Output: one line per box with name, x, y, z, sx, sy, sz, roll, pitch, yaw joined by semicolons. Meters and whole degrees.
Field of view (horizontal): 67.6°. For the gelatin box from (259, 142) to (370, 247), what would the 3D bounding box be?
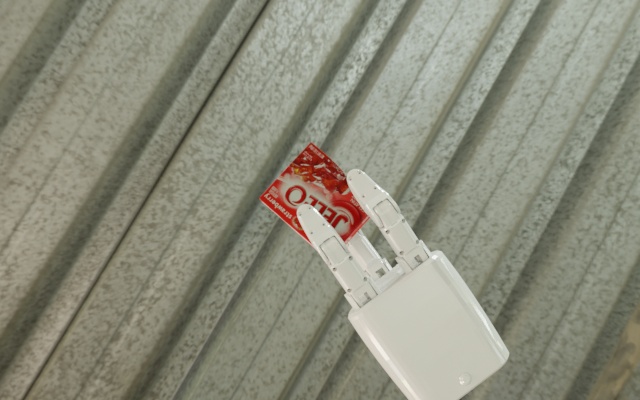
gelatin box;0.000;0.001;0.449;0.089;0.073;0.030;41;-6;11
